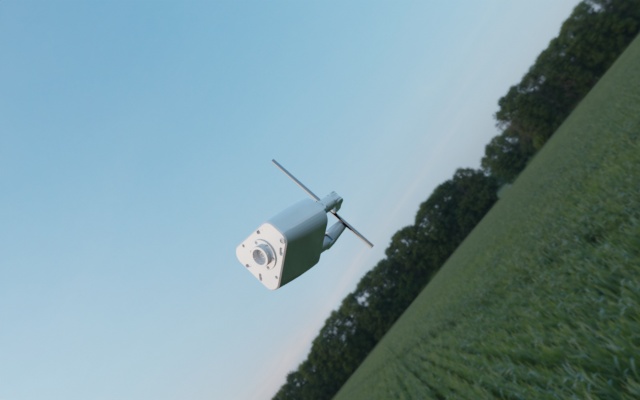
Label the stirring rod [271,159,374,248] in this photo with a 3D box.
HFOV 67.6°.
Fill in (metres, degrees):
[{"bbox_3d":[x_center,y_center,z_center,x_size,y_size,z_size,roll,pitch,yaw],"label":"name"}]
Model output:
[{"bbox_3d":[0.000,0.003,0.839,0.239,0.011,0.011,41,13,16],"label":"stirring rod"}]
